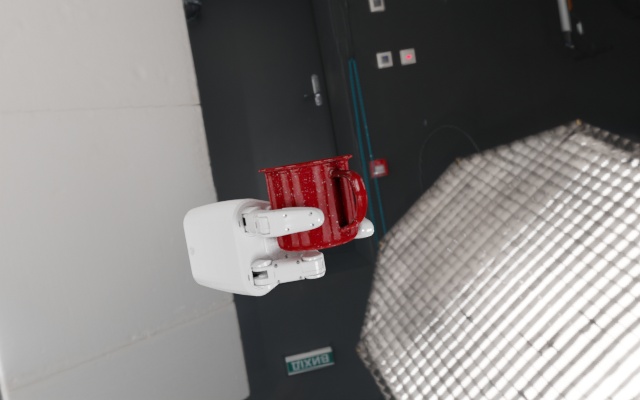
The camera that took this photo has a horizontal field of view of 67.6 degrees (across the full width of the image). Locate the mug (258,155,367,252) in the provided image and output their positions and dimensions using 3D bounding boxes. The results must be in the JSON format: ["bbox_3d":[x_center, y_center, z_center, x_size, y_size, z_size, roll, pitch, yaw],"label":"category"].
[{"bbox_3d":[0.001,0.002,0.463,0.093,0.081,0.117,-14,7,-44],"label":"mug"}]
